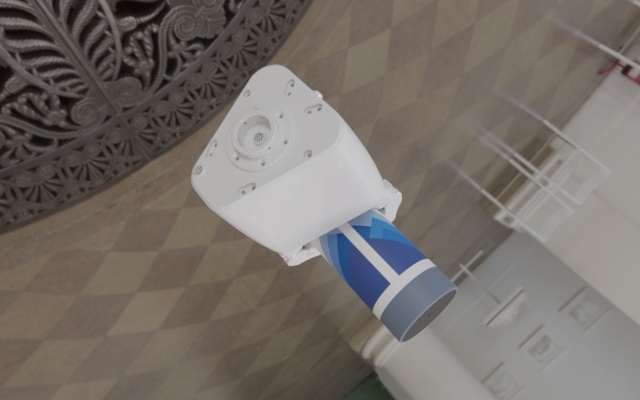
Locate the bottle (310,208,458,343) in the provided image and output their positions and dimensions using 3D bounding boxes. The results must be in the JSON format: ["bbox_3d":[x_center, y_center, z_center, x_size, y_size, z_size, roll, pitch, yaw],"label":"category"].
[{"bbox_3d":[0.000,0.002,0.463,0.295,0.069,0.069,46,25,27],"label":"bottle"}]
